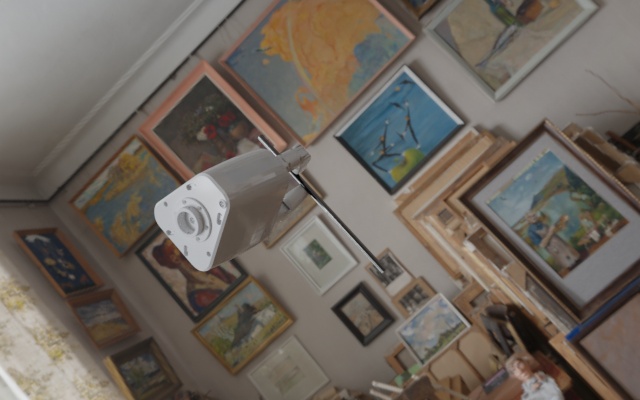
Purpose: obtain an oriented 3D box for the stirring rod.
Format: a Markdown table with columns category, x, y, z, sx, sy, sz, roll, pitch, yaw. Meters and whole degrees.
| category | x | y | z | sx | sy | sz | roll | pitch | yaw |
| --- | --- | --- | --- | --- | --- | --- | --- | --- | --- |
| stirring rod | 0.000 | 0.002 | 0.622 | 0.011 | 0.239 | 0.011 | -42 | -8 | -7 |
